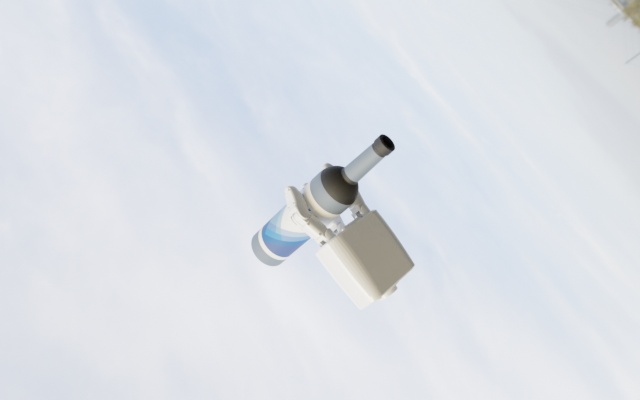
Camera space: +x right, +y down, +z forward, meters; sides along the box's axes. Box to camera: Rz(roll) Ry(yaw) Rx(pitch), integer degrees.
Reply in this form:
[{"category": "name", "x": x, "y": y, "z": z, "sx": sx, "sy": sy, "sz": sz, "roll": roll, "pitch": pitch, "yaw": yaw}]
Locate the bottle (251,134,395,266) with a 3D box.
[{"category": "bottle", "x": 0.000, "y": 0.002, "z": 0.711, "sx": 0.069, "sy": 0.069, "sz": 0.296, "roll": 0, "pitch": -32, "yaw": -45}]
